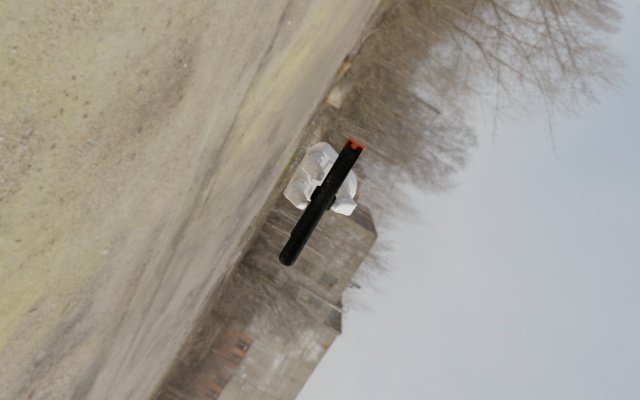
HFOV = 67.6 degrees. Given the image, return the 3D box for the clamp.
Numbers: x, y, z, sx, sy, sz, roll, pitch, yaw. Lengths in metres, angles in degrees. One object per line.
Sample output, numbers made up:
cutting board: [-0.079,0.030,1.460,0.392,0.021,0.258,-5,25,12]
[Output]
clamp: [0.001,0.002,0.736,0.036,0.210,0.164,31,16,-3]
